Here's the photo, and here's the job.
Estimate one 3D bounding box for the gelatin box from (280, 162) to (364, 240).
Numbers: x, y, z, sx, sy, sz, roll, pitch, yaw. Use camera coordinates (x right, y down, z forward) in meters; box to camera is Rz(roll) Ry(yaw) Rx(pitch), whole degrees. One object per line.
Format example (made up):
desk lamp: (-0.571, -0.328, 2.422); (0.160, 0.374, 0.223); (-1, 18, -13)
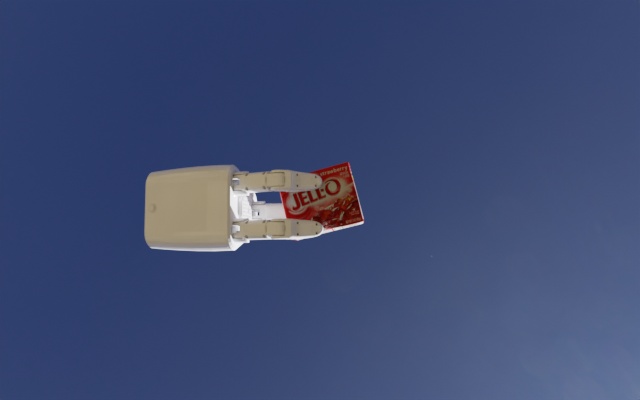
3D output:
gelatin box: (0.000, 0.002, 0.568); (0.089, 0.073, 0.030); (-15, -8, 3)
